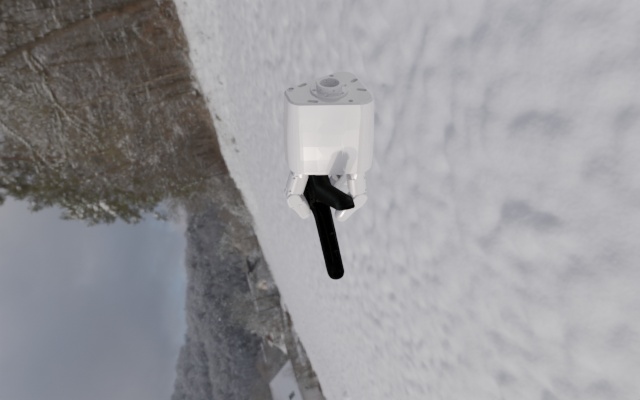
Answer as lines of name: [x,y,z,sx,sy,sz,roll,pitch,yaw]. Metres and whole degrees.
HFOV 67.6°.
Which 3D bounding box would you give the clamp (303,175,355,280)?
clamp: [-0.001,0.002,0.708,0.036,0.165,0.209,-10,42,-15]
